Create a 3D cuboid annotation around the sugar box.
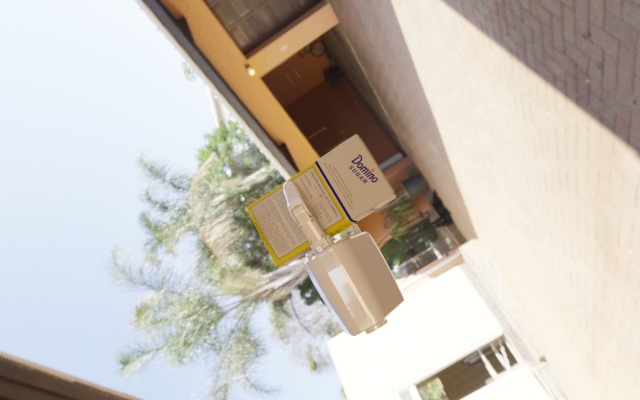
[{"bbox_3d":[0.000,0.002,0.620,0.176,0.093,0.048,-31,-12,7],"label":"sugar box"}]
